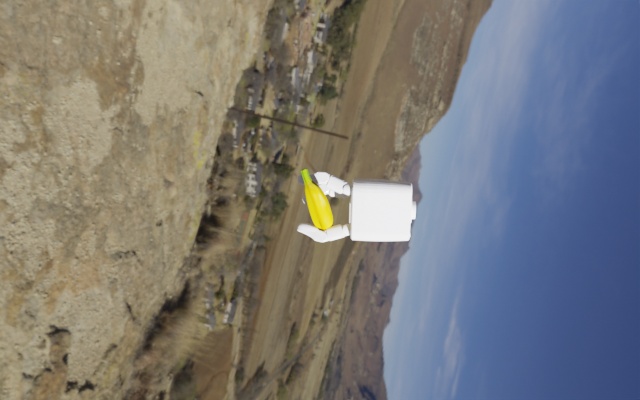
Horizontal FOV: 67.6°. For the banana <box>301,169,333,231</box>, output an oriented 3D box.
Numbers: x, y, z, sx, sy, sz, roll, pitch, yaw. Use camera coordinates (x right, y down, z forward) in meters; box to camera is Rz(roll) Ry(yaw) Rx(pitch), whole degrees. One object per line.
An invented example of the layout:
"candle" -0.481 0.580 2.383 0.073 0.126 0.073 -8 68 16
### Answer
"banana" 0.002 0.018 0.872 0.037 0.069 0.198 -9 -29 4
